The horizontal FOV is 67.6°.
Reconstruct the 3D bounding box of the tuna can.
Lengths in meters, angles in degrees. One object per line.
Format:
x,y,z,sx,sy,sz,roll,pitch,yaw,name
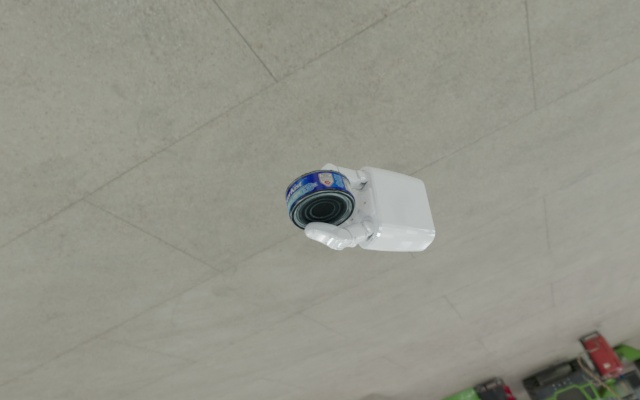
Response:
0.000,0.002,0.602,0.086,0.033,0.086,-9,-38,-7,tuna can
